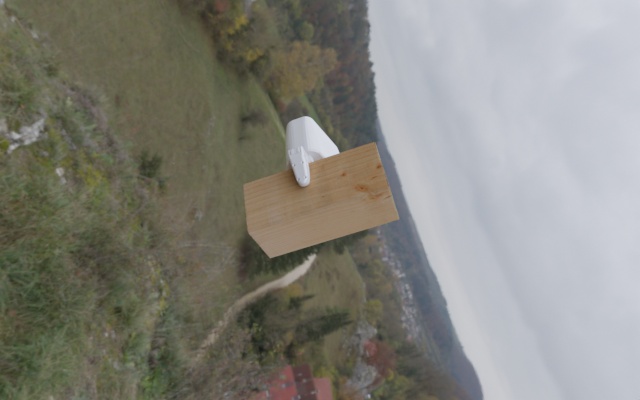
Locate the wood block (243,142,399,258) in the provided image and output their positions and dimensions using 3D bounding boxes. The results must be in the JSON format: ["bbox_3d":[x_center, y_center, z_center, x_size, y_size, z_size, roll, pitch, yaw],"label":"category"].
[{"bbox_3d":[0.000,0.002,0.708,0.206,0.090,0.091,-18,-36,8],"label":"wood block"}]
